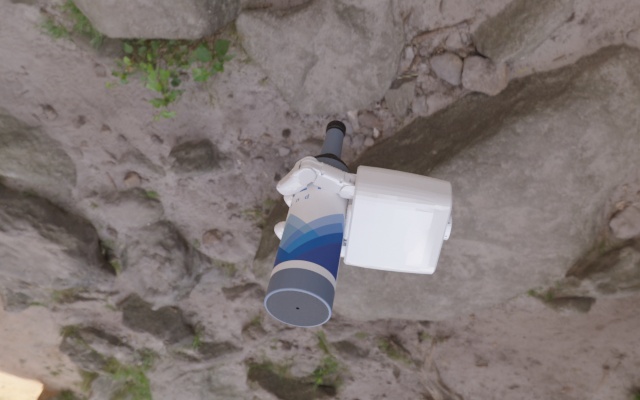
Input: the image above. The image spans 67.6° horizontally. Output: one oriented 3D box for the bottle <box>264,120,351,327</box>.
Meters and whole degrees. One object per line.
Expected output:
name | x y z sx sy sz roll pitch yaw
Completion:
bottle | 0.000 0.002 0.562 0.069 0.069 0.295 6 45 6
